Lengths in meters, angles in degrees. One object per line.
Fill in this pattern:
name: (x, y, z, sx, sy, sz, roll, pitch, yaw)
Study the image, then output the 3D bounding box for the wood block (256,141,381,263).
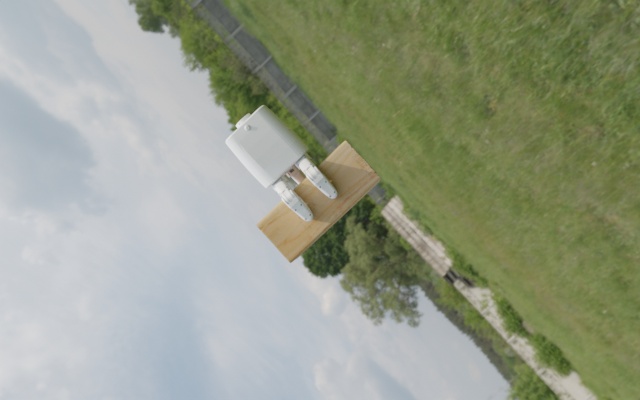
wood block: (0.000, 0.003, 0.832, 0.206, 0.090, 0.091, -43, -3, 4)
